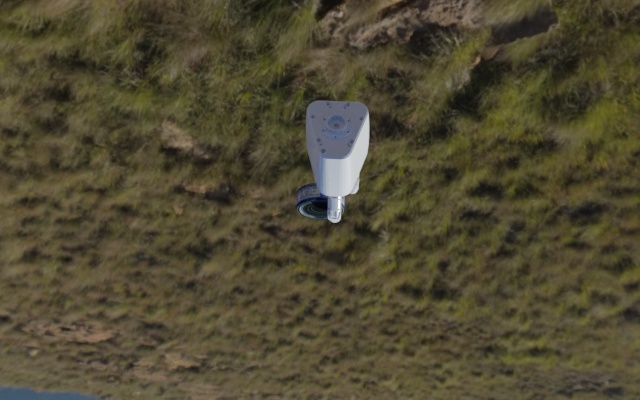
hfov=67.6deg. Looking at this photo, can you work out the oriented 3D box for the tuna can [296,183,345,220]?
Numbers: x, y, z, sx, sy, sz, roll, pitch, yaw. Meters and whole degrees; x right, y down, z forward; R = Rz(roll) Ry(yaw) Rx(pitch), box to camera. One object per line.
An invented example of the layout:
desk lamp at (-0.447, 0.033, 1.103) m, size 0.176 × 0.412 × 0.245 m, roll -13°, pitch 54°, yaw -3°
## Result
tuna can at (0.000, 0.003, 0.842) m, size 0.086 × 0.033 × 0.086 m, roll 1°, pitch -26°, yaw 1°
